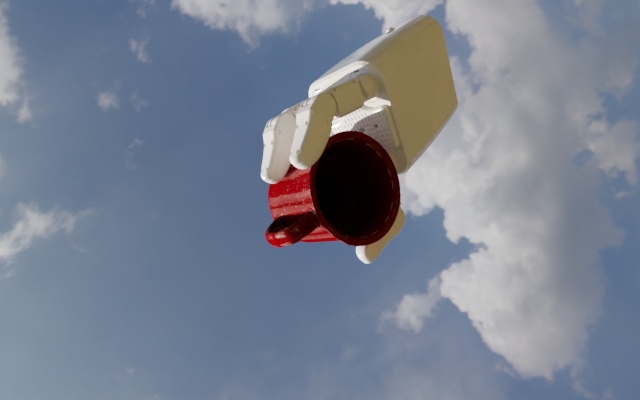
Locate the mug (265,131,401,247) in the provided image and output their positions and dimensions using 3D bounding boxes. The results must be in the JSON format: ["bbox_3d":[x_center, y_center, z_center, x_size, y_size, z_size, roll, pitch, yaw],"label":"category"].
[{"bbox_3d":[-0.001,0.002,0.406,0.117,0.093,0.081,-43,18,-31],"label":"mug"}]
